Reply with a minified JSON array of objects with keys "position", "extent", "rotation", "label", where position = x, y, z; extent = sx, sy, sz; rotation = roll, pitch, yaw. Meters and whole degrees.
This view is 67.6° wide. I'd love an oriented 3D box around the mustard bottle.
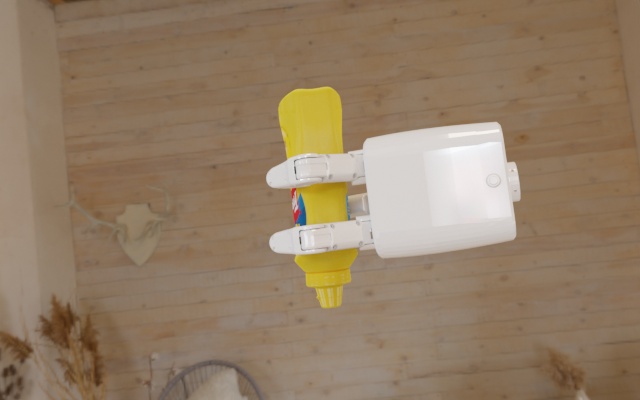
[{"position":[0.000,0.001,0.440],"extent":[0.058,0.191,0.096],"rotation":[-6,-4,-8],"label":"mustard bottle"}]
